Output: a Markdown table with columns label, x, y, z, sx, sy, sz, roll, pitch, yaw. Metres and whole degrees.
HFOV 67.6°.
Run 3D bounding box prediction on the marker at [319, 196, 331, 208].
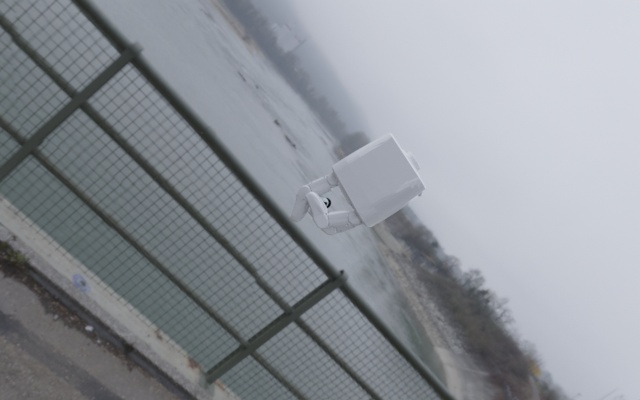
| label | x | y | z | sx | sy | sz | roll | pitch | yaw |
| --- | --- | --- | --- | --- | --- | --- | --- | --- | --- |
| marker | 0.000 | 0.003 | 0.793 | 0.020 | 0.020 | 0.121 | 0 | -2 | 11 |
